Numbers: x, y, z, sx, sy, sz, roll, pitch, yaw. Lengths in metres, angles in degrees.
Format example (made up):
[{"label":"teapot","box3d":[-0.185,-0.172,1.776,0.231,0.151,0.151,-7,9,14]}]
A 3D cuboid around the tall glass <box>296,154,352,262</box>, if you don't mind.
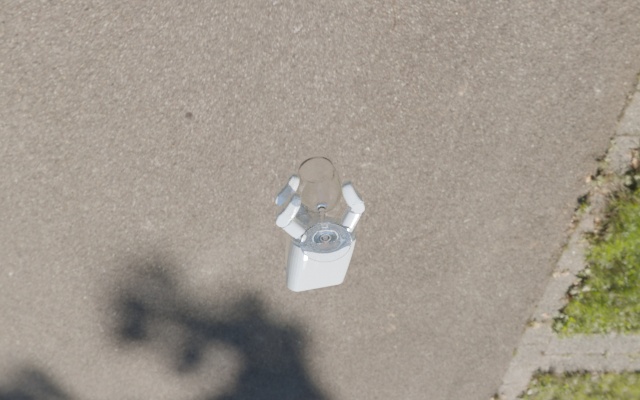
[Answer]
[{"label":"tall glass","box3d":[0.000,0.003,0.756,0.079,0.079,0.201,0,36,-5]}]
